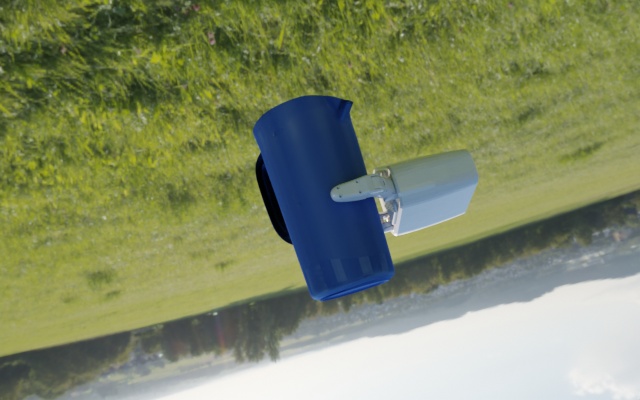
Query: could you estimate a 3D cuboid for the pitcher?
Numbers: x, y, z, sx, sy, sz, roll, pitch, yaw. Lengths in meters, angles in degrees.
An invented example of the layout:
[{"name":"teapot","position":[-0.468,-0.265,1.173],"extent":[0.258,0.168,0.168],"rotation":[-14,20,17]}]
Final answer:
[{"name":"pitcher","position":[0.000,0.002,0.618],"extent":[0.145,0.242,0.149],"rotation":[-16,-15,-6]}]
